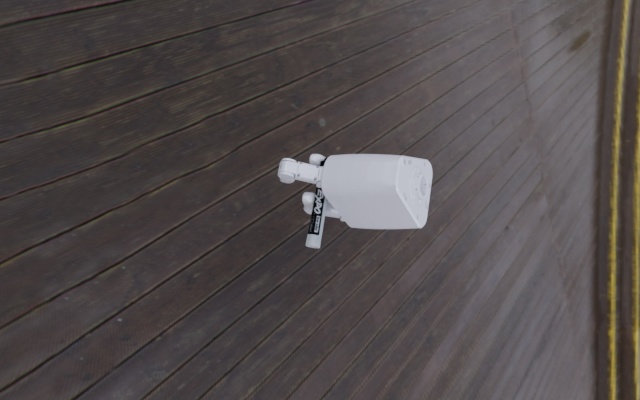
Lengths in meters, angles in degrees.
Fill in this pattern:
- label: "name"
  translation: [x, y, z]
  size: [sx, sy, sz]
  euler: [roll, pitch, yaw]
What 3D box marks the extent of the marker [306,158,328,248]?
- label: "marker"
  translation: [0.000, 0.002, 0.629]
  size: [0.020, 0.121, 0.020]
  euler: [9, -13, 2]
